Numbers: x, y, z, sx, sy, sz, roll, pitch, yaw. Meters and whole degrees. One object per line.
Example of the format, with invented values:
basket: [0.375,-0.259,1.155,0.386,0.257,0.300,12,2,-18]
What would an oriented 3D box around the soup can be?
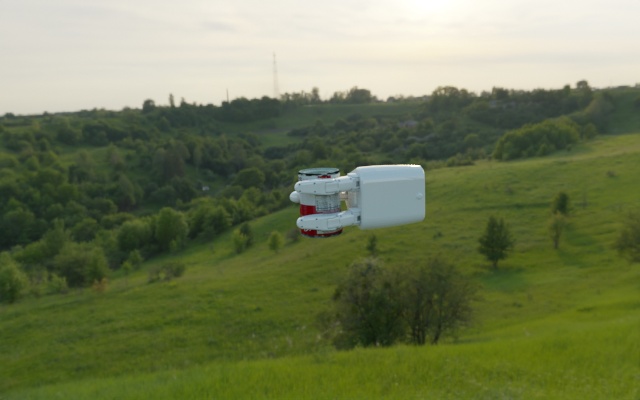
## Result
soup can: [0.000,0.002,0.762,0.068,0.102,0.068,-3,11,1]
